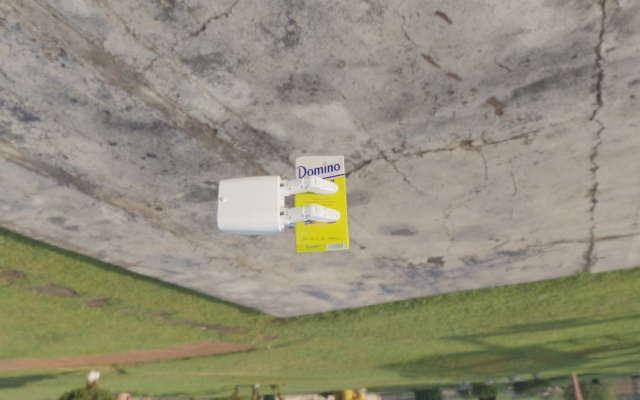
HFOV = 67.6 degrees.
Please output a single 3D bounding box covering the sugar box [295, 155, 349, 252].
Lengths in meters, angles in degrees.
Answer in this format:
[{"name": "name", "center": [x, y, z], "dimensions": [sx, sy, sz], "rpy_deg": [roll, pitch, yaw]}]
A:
[{"name": "sugar box", "center": [0.000, 0.003, 0.857], "dimensions": [0.093, 0.176, 0.048], "rpy_deg": [-2, -25, -1]}]
